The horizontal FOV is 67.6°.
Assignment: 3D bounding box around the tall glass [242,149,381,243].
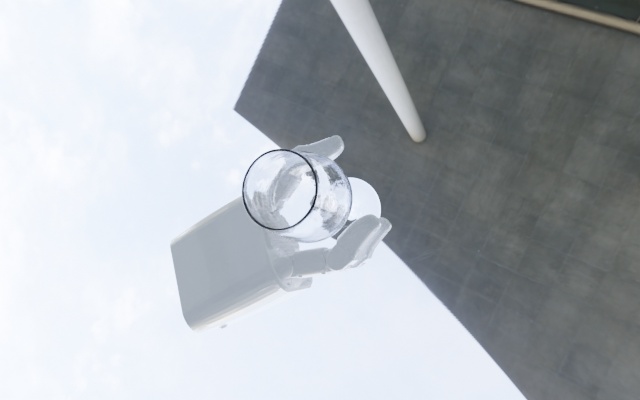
[{"bbox_3d":[0.000,0.001,0.447,0.079,0.079,0.201,0,-6,18],"label":"tall glass"}]
